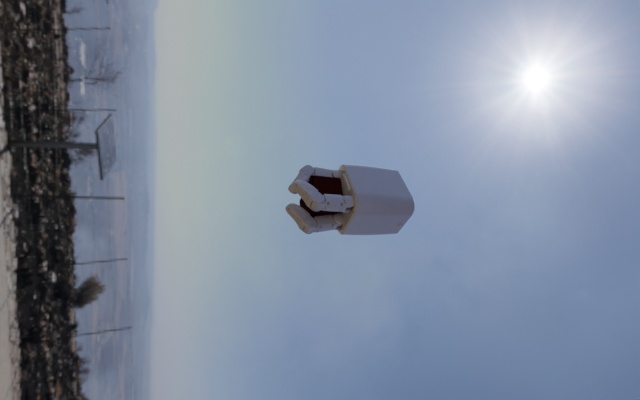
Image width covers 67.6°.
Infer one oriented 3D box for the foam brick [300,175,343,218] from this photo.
[{"bbox_3d":[0.000,0.003,0.798,0.051,0.053,0.078,5,-34,-16],"label":"foam brick"}]
